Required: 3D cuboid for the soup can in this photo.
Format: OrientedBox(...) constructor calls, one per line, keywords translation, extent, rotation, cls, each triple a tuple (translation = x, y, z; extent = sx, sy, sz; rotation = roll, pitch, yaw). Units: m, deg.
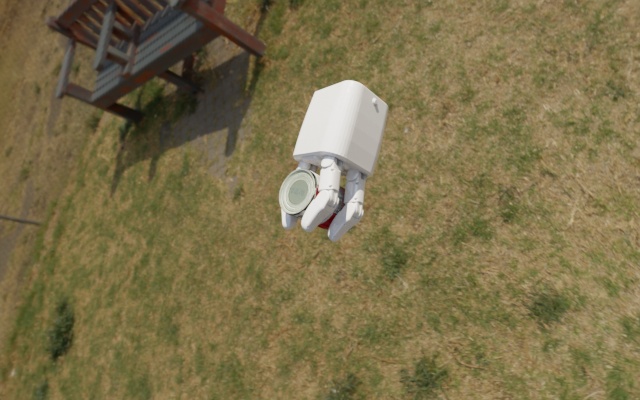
OrientedBox(translation=(0.000, 0.003, 0.671), extent=(0.068, 0.068, 0.102), rotation=(0, -17, 41), cls="soup can")
